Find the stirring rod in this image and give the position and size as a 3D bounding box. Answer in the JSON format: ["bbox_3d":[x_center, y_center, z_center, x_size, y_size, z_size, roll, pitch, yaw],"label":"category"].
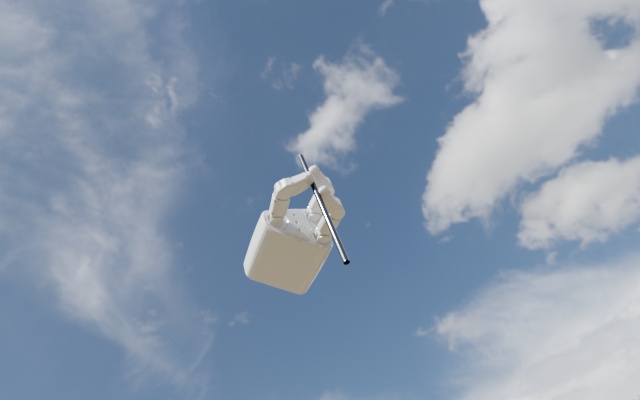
[{"bbox_3d":[0.000,0.002,0.654,0.011,0.011,0.239,0,36,-19],"label":"stirring rod"}]
